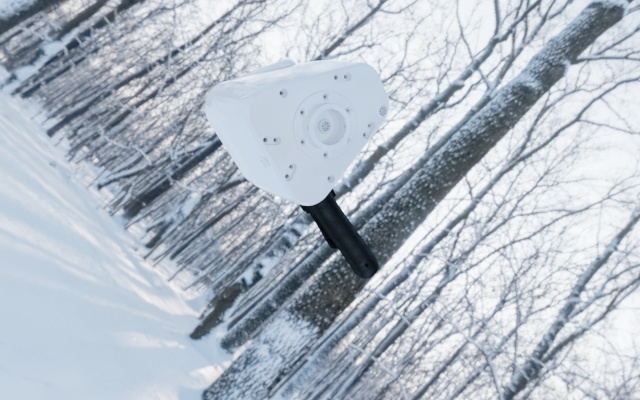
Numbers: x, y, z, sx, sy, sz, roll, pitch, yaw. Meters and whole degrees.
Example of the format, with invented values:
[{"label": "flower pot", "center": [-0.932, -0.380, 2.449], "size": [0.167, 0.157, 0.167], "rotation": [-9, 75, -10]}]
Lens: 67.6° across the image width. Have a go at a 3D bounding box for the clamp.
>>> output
[{"label": "clamp", "center": [0.000, 0.001, 0.474], "size": [0.039, 0.171, 0.120], "rotation": [-39, 26, -10]}]
